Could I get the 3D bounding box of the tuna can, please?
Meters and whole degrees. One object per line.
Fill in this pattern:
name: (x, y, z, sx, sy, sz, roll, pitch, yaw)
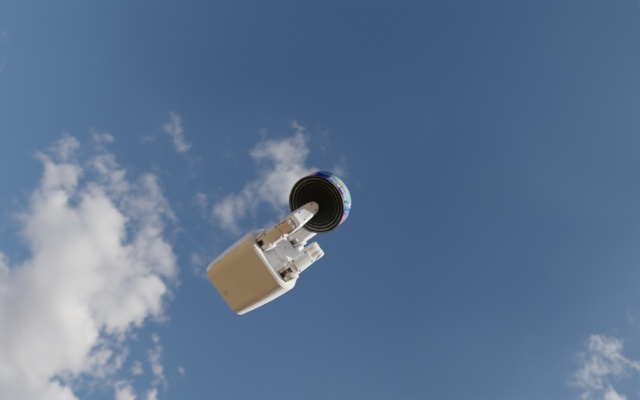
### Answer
tuna can: (0.000, 0.002, 0.684, 0.086, 0.086, 0.033, 0, 16, 25)
